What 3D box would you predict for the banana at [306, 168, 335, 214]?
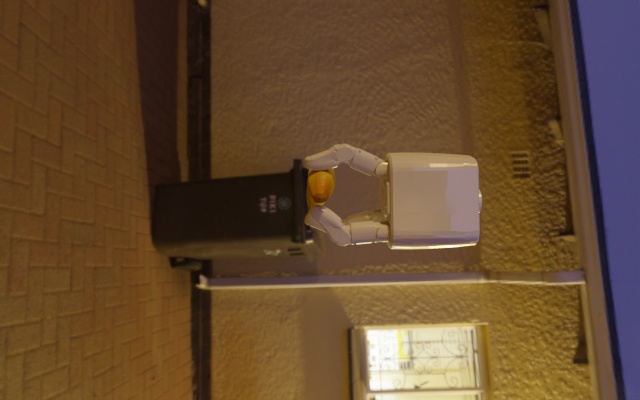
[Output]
[{"bbox_3d":[0.000,-0.016,0.641,0.037,0.069,0.198,2,-10,-2],"label":"banana"}]
